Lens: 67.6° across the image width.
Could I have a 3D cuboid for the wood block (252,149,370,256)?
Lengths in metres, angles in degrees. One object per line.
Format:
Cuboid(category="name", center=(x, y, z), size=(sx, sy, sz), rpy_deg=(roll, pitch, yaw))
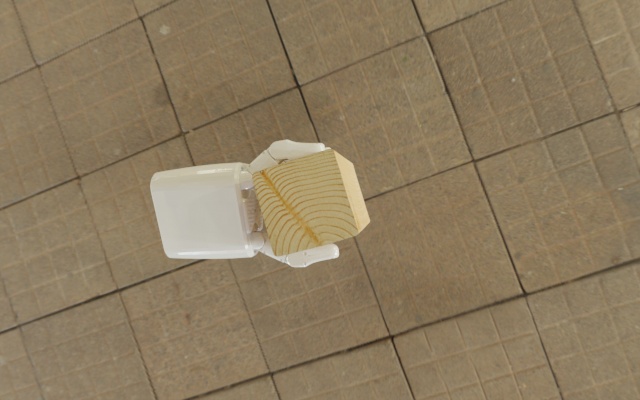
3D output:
Cuboid(category="wood block", center=(0.000, 0.002, 0.571), size=(0.090, 0.091, 0.206), rpy_deg=(-16, -2, 9))
